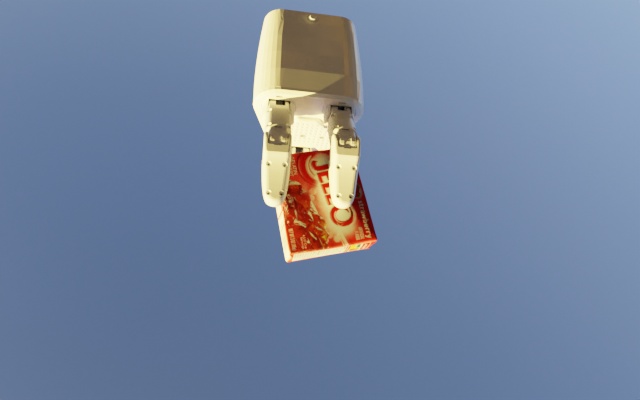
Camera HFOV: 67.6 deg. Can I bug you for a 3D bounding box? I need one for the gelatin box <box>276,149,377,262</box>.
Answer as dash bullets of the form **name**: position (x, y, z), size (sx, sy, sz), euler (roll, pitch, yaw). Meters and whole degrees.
- **gelatin box**: position (0.000, 0.002, 0.402), size (0.073, 0.089, 0.030), euler (-8, -20, -13)
